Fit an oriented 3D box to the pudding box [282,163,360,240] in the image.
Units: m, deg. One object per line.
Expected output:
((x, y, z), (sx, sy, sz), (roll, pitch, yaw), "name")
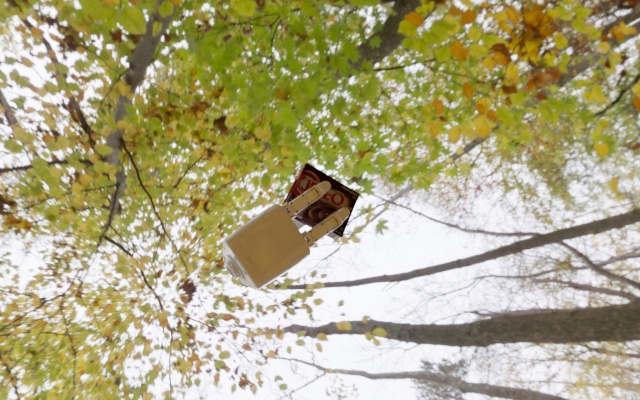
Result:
((0.000, 0.003, 0.818), (0.113, 0.090, 0.039), (30, -24, -14), "pudding box")
